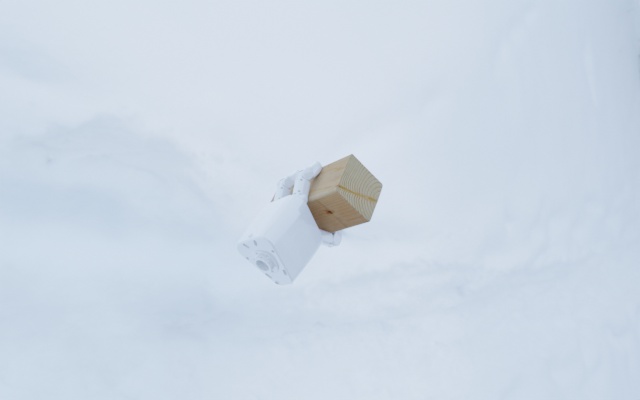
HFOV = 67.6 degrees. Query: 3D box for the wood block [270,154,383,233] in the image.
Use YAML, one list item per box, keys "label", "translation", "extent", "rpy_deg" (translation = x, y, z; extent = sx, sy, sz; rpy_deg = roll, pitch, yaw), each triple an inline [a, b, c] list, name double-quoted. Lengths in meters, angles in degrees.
- label: "wood block"
  translation: [0.000, 0.003, 0.883]
  extent: [0.206, 0.090, 0.091]
  rpy_deg: [-20, -53, 45]
